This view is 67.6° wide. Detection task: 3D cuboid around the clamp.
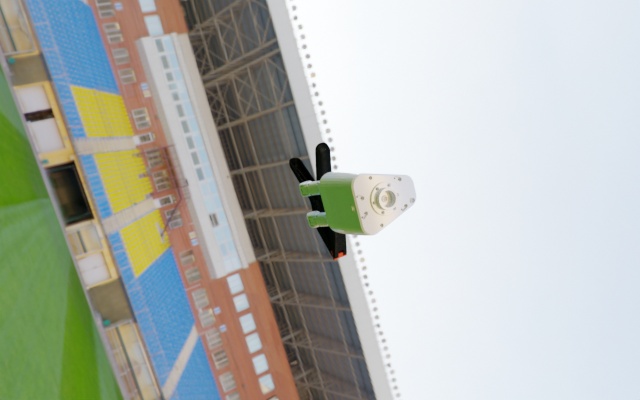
[{"bbox_3d":[0.001,0.003,0.866,0.036,0.210,0.164,-19,9,-21],"label":"clamp"}]
